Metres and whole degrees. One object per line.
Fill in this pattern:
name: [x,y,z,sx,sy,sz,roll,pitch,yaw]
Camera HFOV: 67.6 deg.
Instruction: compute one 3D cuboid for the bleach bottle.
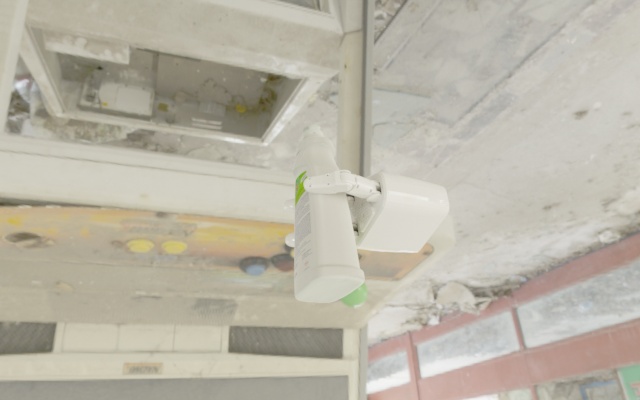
bleach bottle: [0.000,0.002,0.641,0.068,0.250,0.103,9,-31,-23]
